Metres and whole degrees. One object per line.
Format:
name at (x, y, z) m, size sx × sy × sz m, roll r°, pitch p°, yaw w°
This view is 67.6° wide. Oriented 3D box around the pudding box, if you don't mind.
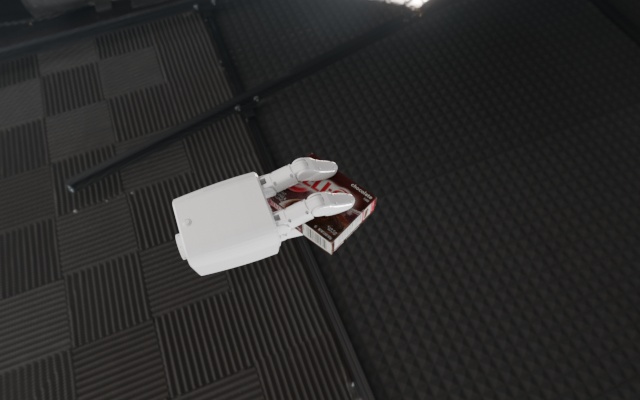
pudding box at (0.000, 0.002, 0.610) m, size 0.113 × 0.090 × 0.039 m, roll 37°, pitch -27°, yaw 19°
